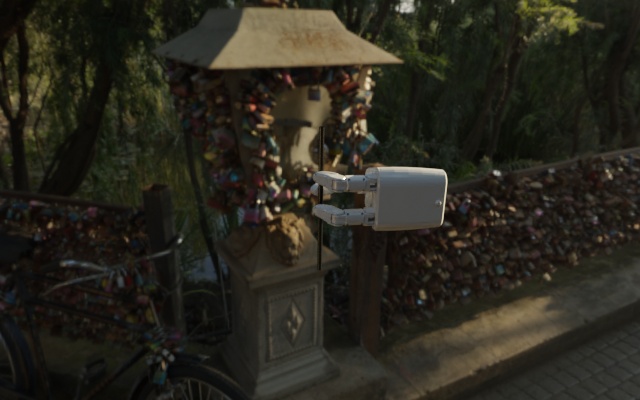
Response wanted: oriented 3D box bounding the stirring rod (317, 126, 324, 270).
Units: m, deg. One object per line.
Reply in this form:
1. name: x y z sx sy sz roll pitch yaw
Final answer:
1. stirring rod: 0.000 0.003 0.757 0.011 0.240 0.011 1 21 0
